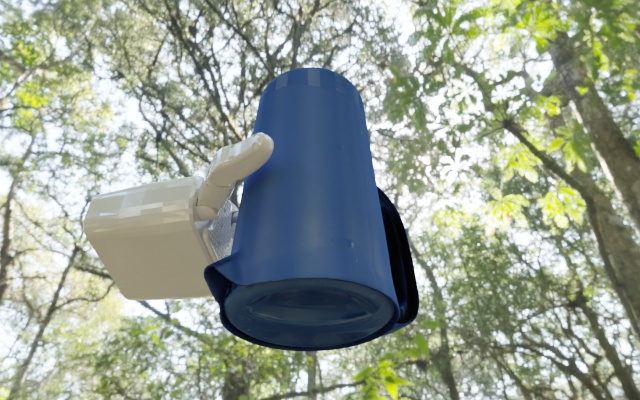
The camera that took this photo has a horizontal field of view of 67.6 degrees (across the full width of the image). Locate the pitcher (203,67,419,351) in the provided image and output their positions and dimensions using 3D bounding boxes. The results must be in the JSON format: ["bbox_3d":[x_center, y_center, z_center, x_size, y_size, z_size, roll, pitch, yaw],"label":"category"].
[{"bbox_3d":[0.000,0.001,0.426,0.145,0.242,0.149,-9,-38,12],"label":"pitcher"}]
